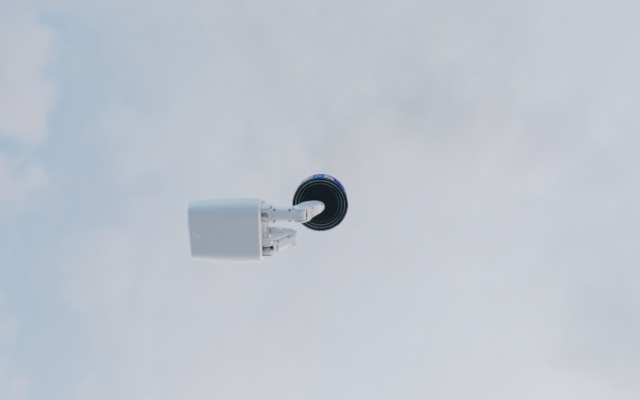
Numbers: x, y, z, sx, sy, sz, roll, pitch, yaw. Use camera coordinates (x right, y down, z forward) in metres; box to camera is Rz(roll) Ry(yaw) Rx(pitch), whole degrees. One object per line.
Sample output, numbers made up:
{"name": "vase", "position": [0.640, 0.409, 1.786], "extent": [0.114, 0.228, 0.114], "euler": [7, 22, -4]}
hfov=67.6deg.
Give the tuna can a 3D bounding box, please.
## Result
{"name": "tuna can", "position": [0.000, 0.002, 0.744], "extent": [0.086, 0.086, 0.033], "euler": [0, 15, 3]}
